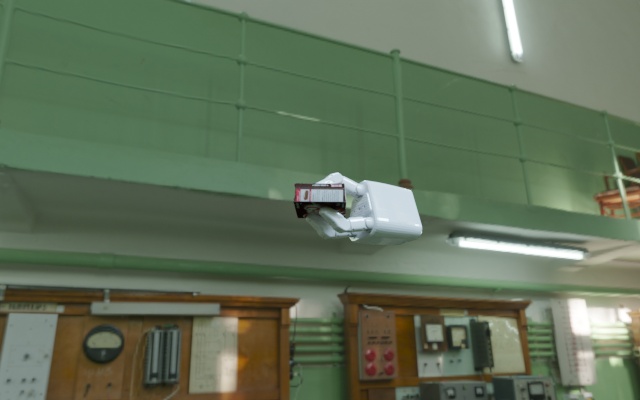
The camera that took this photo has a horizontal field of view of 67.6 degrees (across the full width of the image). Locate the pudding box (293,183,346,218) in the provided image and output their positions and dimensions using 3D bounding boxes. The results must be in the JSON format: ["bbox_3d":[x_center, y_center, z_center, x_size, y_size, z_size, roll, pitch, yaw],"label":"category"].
[{"bbox_3d":[0.000,0.003,0.850,0.090,0.039,0.113,0,-19,2],"label":"pudding box"}]
